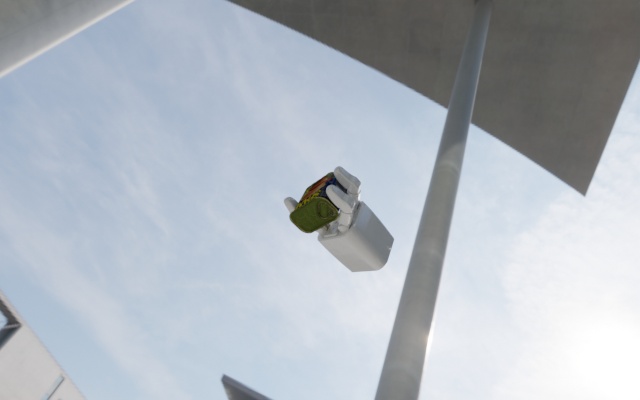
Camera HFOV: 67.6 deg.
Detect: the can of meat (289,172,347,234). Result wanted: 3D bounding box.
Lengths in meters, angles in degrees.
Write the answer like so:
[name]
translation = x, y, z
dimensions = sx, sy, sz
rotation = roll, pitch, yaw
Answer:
[can of meat]
translation = 0.000, 0.003, 0.895
dimensions = 0.102, 0.057, 0.084
rotation = -31, 21, 40
